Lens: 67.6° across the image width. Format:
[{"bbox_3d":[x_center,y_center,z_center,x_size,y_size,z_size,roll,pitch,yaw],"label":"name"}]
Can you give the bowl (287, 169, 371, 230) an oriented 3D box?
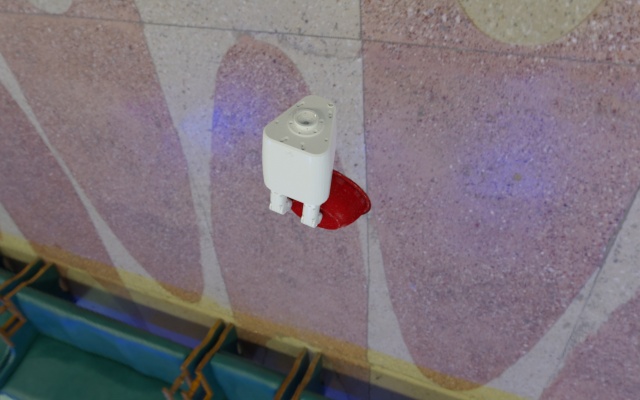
[{"bbox_3d":[0.000,0.004,0.797,0.162,0.055,0.162,22,-22,9],"label":"bowl"}]
